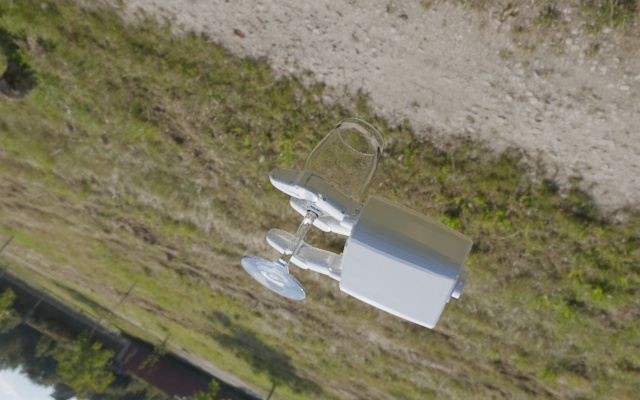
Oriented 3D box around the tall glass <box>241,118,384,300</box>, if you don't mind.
[{"bbox_3d":[0.000,0.002,0.514,0.079,0.201,0.079,24,-28,14],"label":"tall glass"}]
